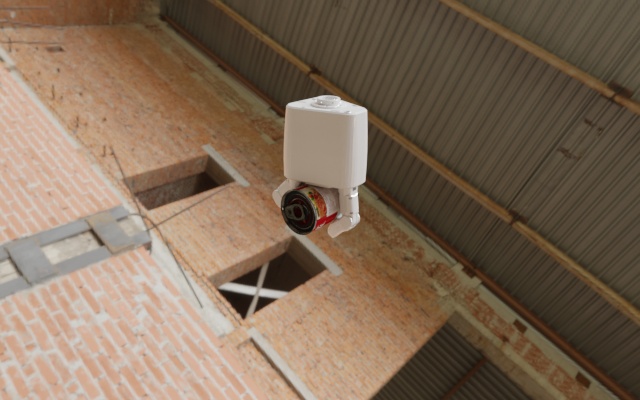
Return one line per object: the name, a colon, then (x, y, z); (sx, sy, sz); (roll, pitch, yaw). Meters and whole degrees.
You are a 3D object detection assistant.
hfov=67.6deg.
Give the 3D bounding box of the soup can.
soup can: (0.000, 0.003, 0.707); (0.068, 0.068, 0.102); (0, 17, 43)
